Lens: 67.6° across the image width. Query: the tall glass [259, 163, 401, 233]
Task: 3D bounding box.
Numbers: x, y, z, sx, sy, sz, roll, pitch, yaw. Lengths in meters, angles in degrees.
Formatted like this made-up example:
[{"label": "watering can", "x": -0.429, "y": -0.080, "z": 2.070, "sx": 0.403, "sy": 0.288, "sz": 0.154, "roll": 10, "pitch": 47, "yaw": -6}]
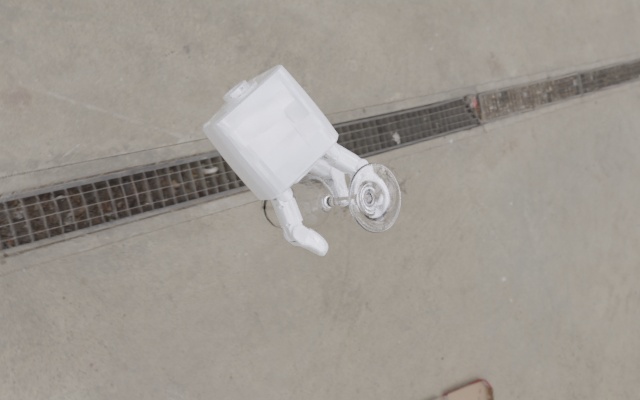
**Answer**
[{"label": "tall glass", "x": 0.001, "y": 0.002, "z": 0.584, "sx": 0.079, "sy": 0.079, "sz": 0.201, "roll": 0, "pitch": -3, "yaw": -36}]
